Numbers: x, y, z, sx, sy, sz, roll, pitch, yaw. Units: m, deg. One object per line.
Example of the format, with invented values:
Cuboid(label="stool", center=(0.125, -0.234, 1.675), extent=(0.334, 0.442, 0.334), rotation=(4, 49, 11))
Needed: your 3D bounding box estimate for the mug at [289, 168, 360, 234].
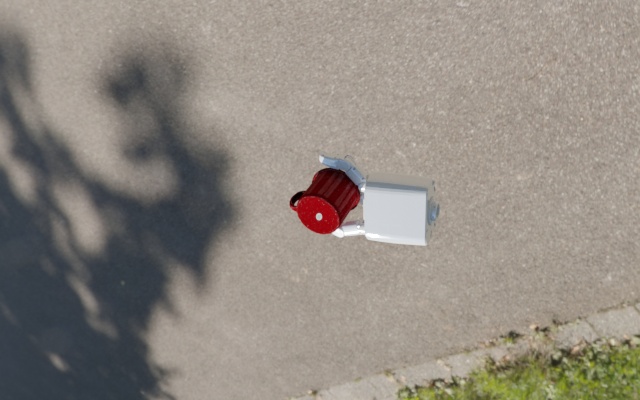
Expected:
Cuboid(label="mug", center=(-0.001, 0.003, 0.819), extent=(0.117, 0.093, 0.081), rotation=(6, 35, 25))
